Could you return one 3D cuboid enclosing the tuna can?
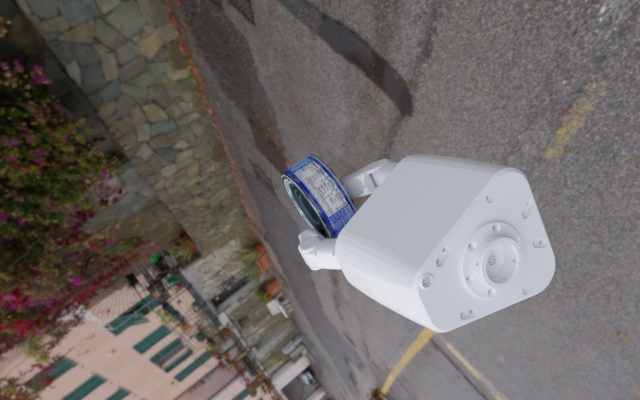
[{"bbox_3d":[0.000,0.002,0.449,0.034,0.086,0.086,-34,8,-12],"label":"tuna can"}]
